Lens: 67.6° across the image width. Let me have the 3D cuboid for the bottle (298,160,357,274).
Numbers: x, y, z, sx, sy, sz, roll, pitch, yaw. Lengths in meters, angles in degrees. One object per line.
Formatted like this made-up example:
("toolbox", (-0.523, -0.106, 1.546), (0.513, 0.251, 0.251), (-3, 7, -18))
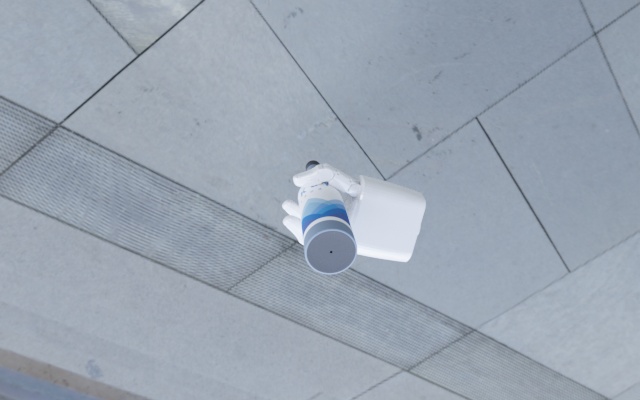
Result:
("bottle", (0.000, 0.002, 0.726), (0.069, 0.069, 0.295), (0, 25, -6))
